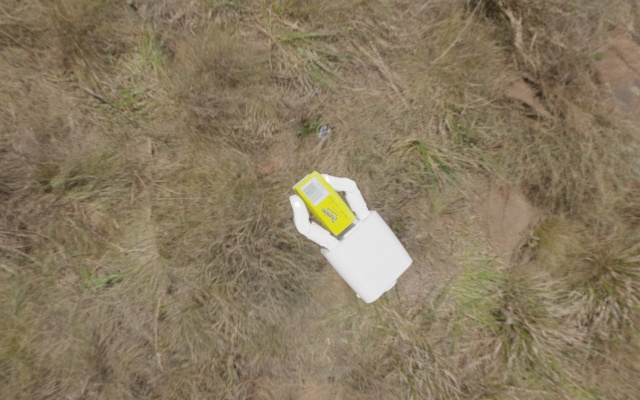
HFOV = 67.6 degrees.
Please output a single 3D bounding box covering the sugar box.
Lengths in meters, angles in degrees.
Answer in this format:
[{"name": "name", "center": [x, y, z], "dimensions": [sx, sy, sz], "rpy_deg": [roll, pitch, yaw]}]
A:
[{"name": "sugar box", "center": [0.000, 0.003, 0.766], "dimensions": [0.048, 0.093, 0.176], "rpy_deg": [-40, 4, -6]}]
